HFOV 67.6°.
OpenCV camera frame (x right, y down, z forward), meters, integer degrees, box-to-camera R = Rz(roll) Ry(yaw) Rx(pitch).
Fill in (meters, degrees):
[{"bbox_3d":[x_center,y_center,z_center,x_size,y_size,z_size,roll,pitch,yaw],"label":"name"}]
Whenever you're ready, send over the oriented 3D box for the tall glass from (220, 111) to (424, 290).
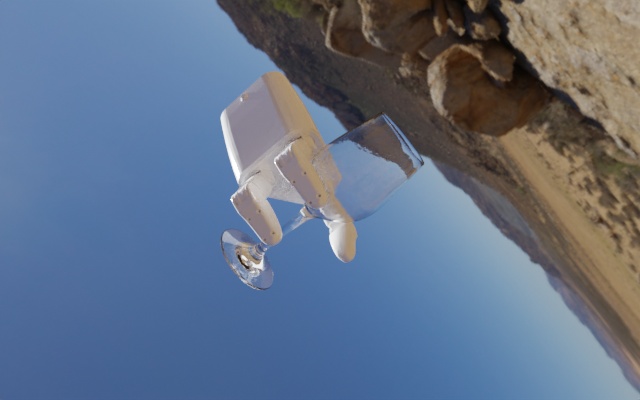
[{"bbox_3d":[0.000,0.002,0.461,0.201,0.079,0.079,-38,-13,17],"label":"tall glass"}]
